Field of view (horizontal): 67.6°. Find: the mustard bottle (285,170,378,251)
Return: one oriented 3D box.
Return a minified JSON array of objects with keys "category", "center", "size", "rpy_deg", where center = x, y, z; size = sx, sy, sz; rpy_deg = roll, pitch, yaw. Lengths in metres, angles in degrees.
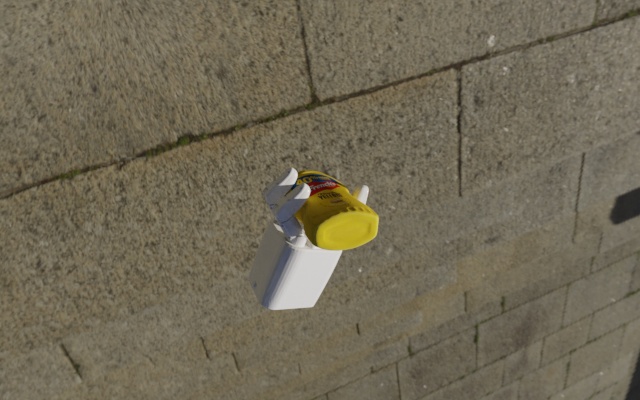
[{"category":"mustard bottle","center":[0.000,0.002,0.695],"size":[0.096,0.058,0.191],"rpy_deg":[-9,27,-20]}]
